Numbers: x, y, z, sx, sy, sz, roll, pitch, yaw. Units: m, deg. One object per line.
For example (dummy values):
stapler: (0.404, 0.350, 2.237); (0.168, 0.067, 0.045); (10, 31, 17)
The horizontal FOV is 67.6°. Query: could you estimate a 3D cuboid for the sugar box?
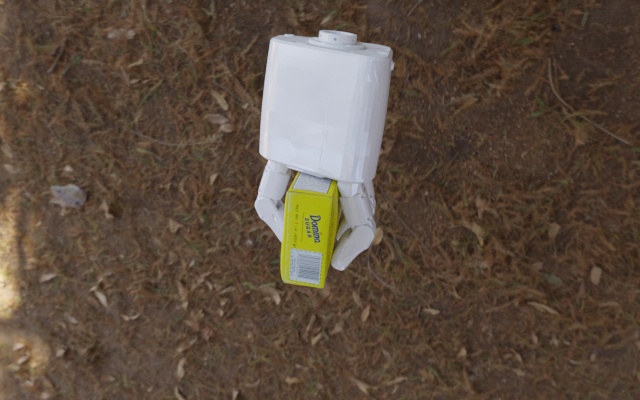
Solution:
sugar box: (0.001, 0.002, 0.487); (0.048, 0.093, 0.176); (9, 25, 7)
